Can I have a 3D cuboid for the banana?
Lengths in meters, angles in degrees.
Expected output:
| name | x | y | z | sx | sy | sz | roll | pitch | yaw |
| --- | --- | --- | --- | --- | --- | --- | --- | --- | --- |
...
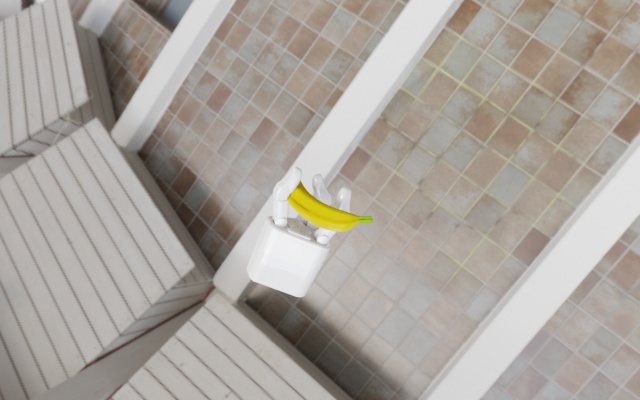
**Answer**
| name | x | y | z | sx | sy | sz | roll | pitch | yaw |
| --- | --- | --- | --- | --- | --- | --- | --- | --- | --- |
| banana | -0.011 | 0.006 | 0.769 | 0.069 | 0.037 | 0.197 | -9 | 30 | -44 |
